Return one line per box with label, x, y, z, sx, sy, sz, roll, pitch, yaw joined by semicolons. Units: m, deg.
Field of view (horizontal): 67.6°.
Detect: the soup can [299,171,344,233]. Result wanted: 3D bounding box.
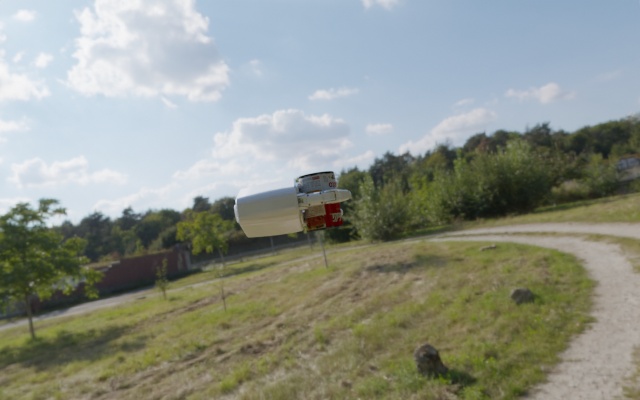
soup can;0.001;0.002;0.864;0.068;0.102;0.068;-9;-3;-1
